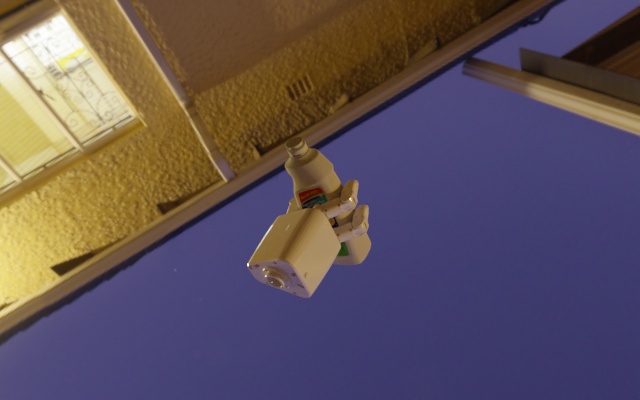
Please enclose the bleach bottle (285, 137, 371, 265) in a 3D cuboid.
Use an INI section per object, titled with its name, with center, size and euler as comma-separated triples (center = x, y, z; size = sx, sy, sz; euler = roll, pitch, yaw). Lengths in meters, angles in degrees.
[bleach bottle]
center = 0.000, 0.003, 0.806
size = 0.102, 0.251, 0.068
euler = 1, 43, 35
